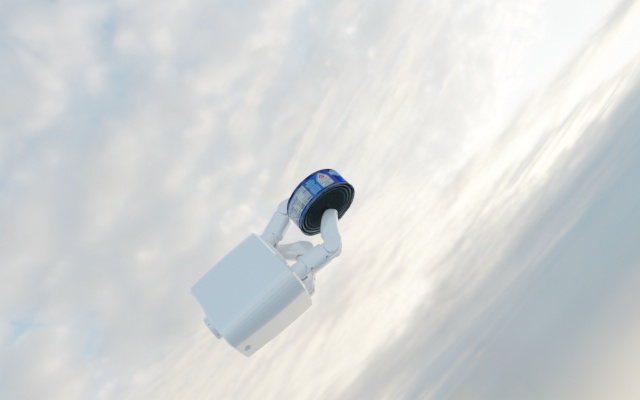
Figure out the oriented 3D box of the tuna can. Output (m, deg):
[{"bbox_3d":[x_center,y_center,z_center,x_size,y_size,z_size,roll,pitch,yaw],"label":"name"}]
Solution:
[{"bbox_3d":[0.000,0.002,0.600,0.086,0.086,0.033,0,39,-52],"label":"tuna can"}]
